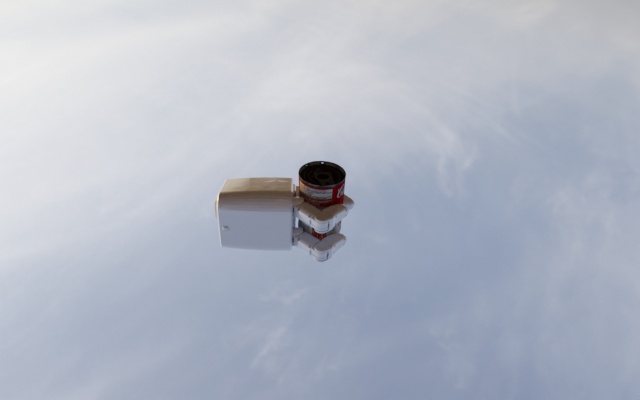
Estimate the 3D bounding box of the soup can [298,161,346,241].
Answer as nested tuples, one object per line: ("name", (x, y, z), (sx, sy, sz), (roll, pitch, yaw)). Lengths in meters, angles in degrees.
("soup can", (0.001, 0.002, 0.704), (0.068, 0.102, 0.068), (2, 35, -2))
